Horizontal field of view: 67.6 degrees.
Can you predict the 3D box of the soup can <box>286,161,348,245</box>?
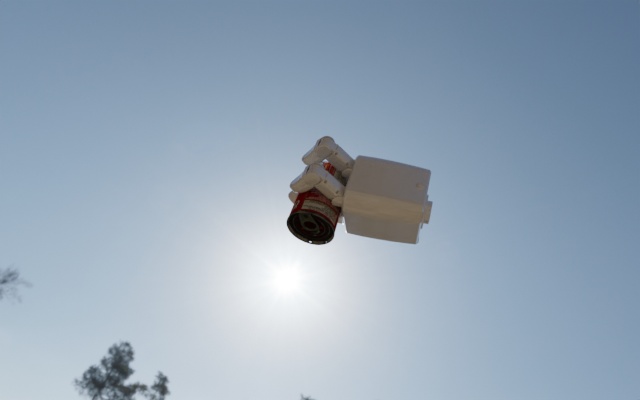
[{"bbox_3d":[0.000,0.002,0.674,0.068,0.102,0.069,12,-40,11],"label":"soup can"}]
